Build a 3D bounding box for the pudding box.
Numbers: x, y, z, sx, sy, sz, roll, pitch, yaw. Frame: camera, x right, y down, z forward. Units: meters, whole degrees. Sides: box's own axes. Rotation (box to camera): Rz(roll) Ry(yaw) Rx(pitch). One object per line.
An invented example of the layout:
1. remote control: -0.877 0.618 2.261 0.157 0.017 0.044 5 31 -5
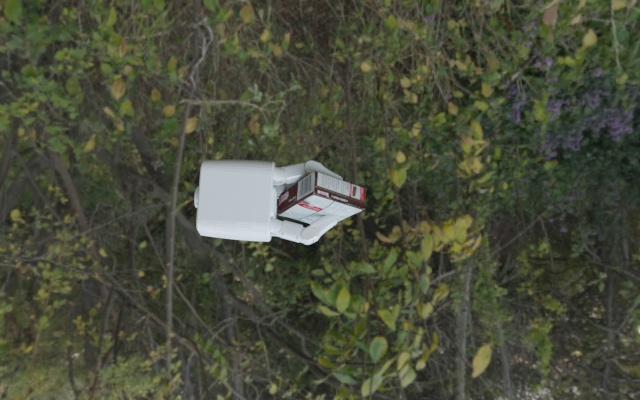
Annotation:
1. pudding box: 0.000 0.002 0.711 0.090 0.039 0.113 17 -24 -27
